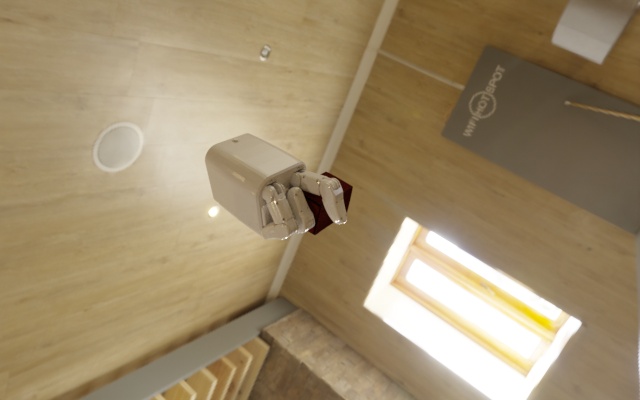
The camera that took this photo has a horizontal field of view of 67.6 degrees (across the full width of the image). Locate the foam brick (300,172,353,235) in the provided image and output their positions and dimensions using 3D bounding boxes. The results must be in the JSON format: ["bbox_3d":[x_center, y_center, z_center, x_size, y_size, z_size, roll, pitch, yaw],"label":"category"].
[{"bbox_3d":[0.000,0.002,0.671,0.051,0.053,0.078,31,37,26],"label":"foam brick"}]
